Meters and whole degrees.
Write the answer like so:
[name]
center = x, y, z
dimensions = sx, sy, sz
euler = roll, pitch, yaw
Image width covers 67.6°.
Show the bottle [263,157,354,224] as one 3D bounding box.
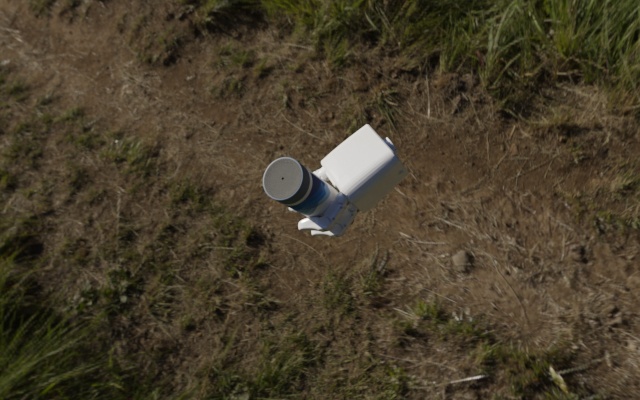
[bottle]
center = 0.000, 0.003, 0.828
dimensions = 0.069, 0.069, 0.296
euler = 0, -14, 23
